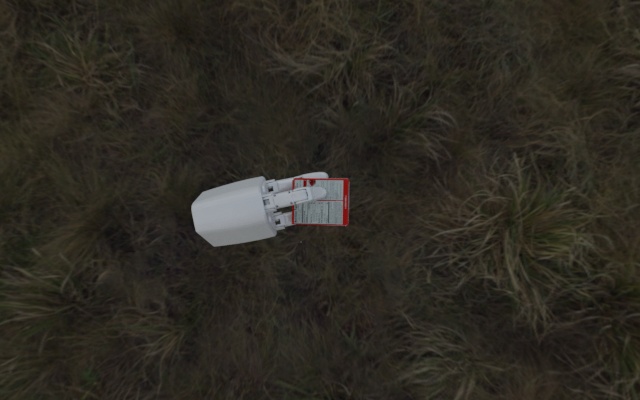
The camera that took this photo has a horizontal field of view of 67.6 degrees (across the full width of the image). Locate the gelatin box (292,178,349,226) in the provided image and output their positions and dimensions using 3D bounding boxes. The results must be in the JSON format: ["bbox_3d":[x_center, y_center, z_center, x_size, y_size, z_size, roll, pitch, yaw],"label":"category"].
[{"bbox_3d":[0.000,0.002,0.747,0.089,0.073,0.030,1,-3,5],"label":"gelatin box"}]
